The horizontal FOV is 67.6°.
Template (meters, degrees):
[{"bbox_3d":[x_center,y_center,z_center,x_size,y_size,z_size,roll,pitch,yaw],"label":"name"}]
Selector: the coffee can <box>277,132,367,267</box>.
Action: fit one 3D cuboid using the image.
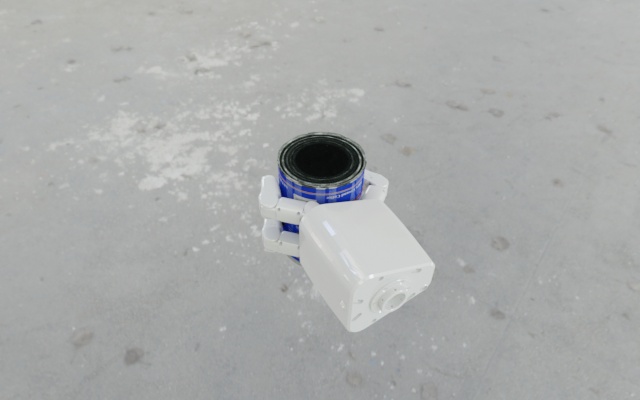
[{"bbox_3d":[0.000,0.002,0.590,0.103,0.140,0.102,1,43,-1],"label":"coffee can"}]
